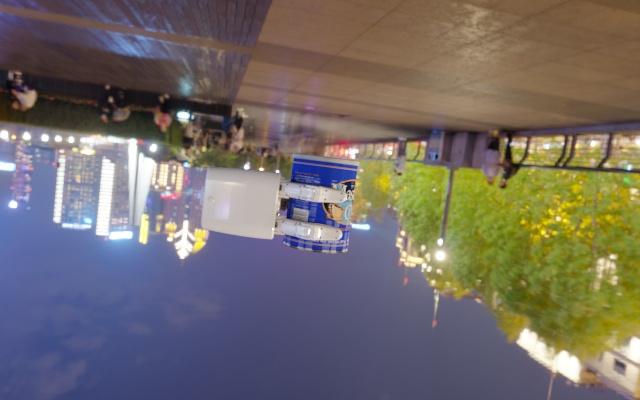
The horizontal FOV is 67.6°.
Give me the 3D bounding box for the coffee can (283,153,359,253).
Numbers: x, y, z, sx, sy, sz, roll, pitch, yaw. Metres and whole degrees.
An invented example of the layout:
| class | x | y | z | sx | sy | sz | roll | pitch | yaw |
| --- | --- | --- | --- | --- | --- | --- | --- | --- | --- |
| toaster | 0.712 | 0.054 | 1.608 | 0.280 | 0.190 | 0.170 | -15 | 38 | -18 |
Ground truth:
| class | x | y | z | sx | sy | sz | roll | pitch | yaw |
| --- | --- | --- | --- | --- | --- | --- | --- | --- | --- |
| coffee can | 0.000 | 0.002 | 0.740 | 0.103 | 0.140 | 0.103 | 7 | 4 | -1 |
